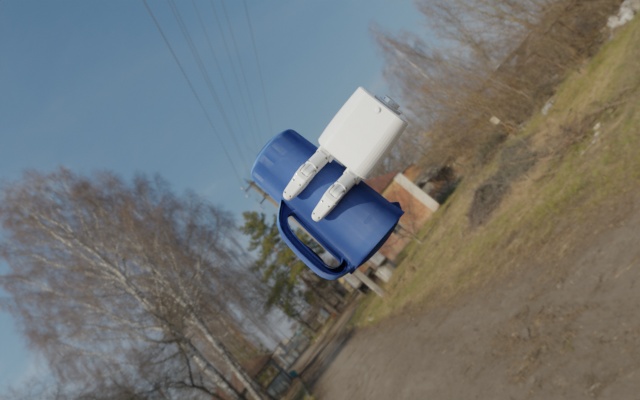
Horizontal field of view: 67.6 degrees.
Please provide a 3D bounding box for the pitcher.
[{"bbox_3d":[0.000,0.002,0.777,0.243,0.145,0.149,40,18,9],"label":"pitcher"}]
